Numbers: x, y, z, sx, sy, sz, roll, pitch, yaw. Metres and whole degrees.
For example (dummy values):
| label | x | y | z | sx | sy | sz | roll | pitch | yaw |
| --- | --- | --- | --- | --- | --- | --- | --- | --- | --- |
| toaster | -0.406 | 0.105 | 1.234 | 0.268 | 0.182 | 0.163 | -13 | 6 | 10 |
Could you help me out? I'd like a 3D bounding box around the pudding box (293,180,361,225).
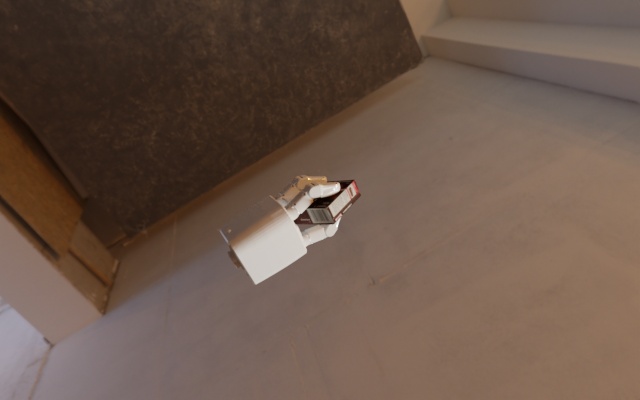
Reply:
| label | x | y | z | sx | sy | sz | roll | pitch | yaw |
| --- | --- | --- | --- | --- | --- | --- | --- | --- | --- |
| pudding box | 0.000 | 0.003 | 0.832 | 0.113 | 0.039 | 0.090 | 0 | 34 | 41 |
